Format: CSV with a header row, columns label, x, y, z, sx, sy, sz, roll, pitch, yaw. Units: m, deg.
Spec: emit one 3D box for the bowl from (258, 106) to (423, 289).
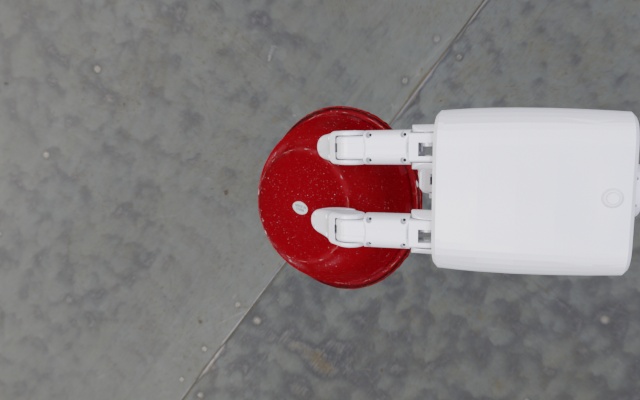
label,x,y,z,sx,sy,sz,roll,pitch,yaw
bowl,-0.001,0.002,0.402,0.162,0.162,0.055,0,6,35
